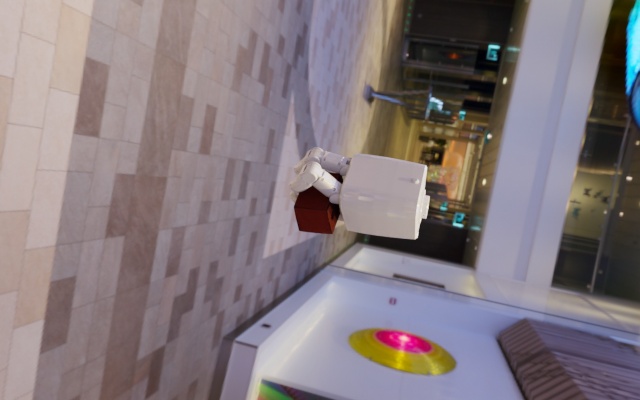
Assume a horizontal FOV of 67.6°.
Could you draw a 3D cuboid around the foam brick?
[{"bbox_3d":[0.000,0.003,0.691,0.051,0.078,0.053,7,-41,17],"label":"foam brick"}]
